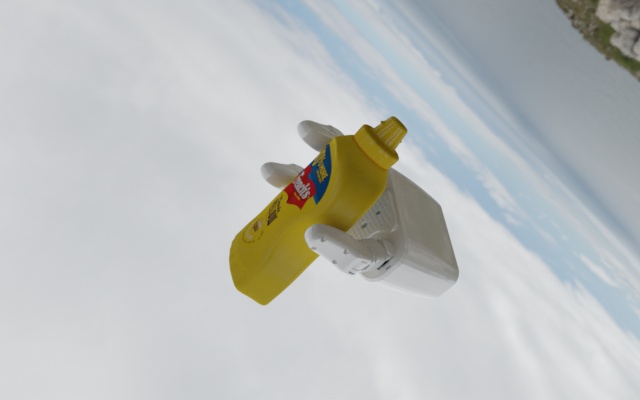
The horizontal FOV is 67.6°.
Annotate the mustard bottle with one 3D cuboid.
[{"bbox_3d":[0.000,0.001,0.413,0.058,0.192,0.096,38,22,-20],"label":"mustard bottle"}]
